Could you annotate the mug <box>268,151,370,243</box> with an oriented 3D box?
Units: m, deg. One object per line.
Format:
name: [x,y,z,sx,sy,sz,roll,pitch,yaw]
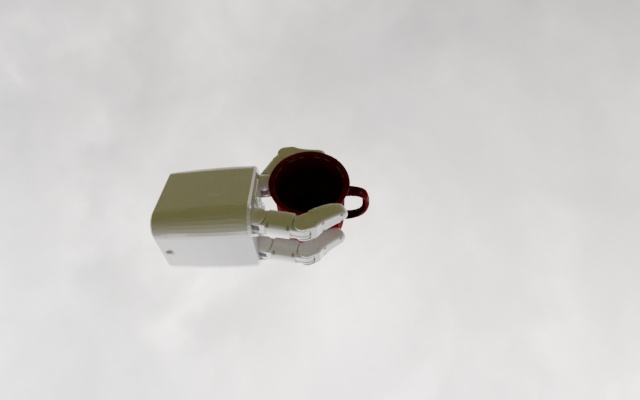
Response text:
mug: [0.002,0.002,0.575,0.117,0.093,0.082,-1,-35,1]
